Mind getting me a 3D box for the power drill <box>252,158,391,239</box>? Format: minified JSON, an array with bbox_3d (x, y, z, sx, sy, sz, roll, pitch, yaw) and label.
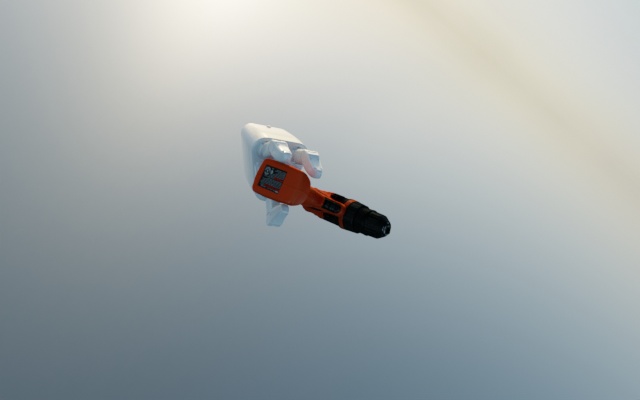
[{"bbox_3d":[0.000,0.002,0.749,0.184,0.057,0.188,19,-6,41],"label":"power drill"}]
